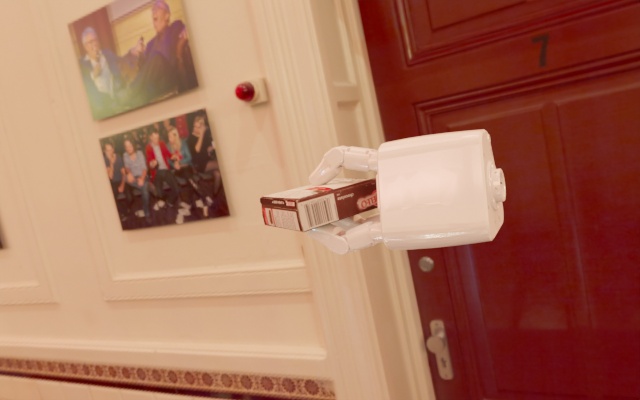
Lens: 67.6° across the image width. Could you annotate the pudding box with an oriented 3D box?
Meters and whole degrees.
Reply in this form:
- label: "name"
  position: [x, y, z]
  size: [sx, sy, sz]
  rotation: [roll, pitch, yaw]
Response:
- label: "pudding box"
  position: [0.000, 0.002, 0.553]
  size: [0.113, 0.039, 0.090]
  rotation: [-14, 9, -32]
